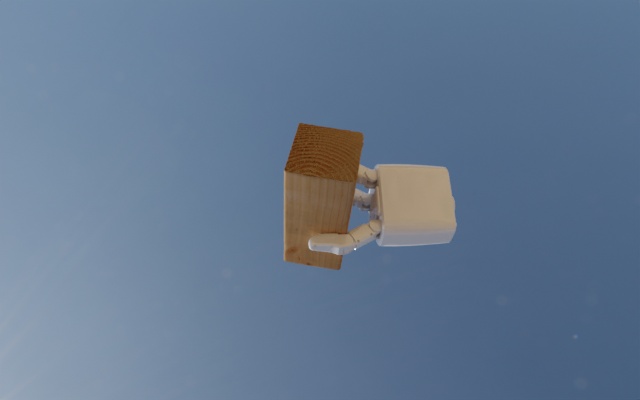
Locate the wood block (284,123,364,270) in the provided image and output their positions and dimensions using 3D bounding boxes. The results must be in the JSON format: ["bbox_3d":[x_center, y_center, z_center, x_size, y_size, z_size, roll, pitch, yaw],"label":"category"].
[{"bbox_3d":[0.000,0.003,0.675,0.090,0.090,0.206,10,-39,3],"label":"wood block"}]
